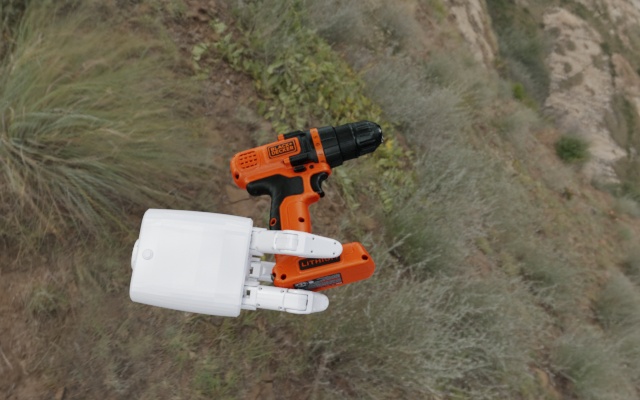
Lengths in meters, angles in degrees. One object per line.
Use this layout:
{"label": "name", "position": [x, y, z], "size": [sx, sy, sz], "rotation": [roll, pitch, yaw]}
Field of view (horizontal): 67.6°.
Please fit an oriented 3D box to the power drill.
{"label": "power drill", "position": [0.000, 0.002, 0.535], "size": [0.184, 0.187, 0.057], "rotation": [-16, -30, 2]}
